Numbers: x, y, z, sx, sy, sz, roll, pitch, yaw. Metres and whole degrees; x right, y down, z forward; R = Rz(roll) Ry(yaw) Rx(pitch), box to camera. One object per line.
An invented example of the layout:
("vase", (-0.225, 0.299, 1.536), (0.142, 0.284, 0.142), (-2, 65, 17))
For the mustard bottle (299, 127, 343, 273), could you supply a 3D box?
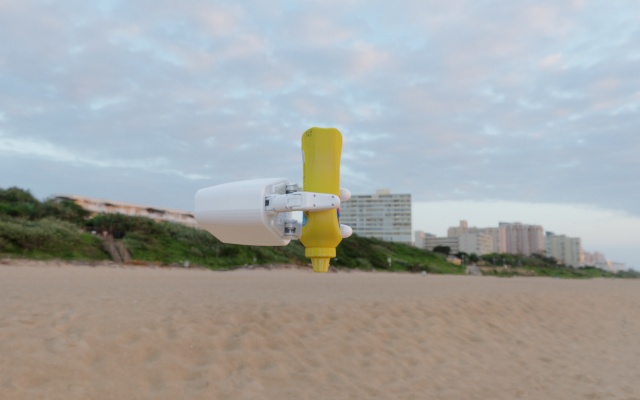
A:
("mustard bottle", (0.000, 0.002, 0.656), (0.058, 0.191, 0.096), (2, -8, -6))
